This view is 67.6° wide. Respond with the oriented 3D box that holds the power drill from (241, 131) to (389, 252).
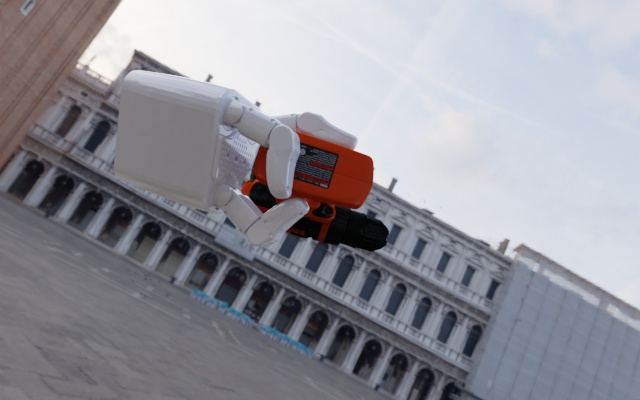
[{"bbox_3d":[0.000,0.001,0.503,0.184,0.057,0.188,15,-19,-2],"label":"power drill"}]
